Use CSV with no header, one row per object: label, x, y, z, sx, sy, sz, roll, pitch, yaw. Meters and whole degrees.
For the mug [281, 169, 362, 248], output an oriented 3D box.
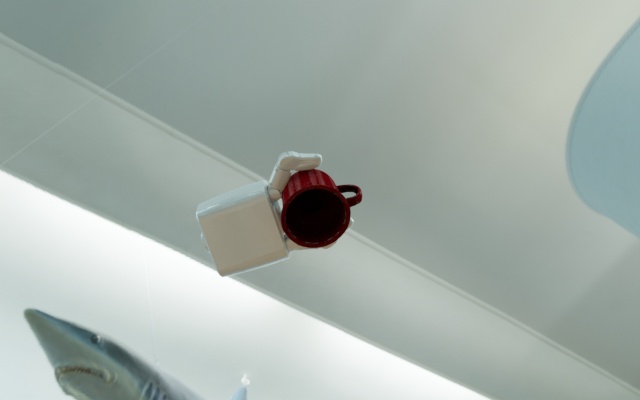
mug,0.001,0.002,0.662,0.117,0.093,0.081,-18,26,0
